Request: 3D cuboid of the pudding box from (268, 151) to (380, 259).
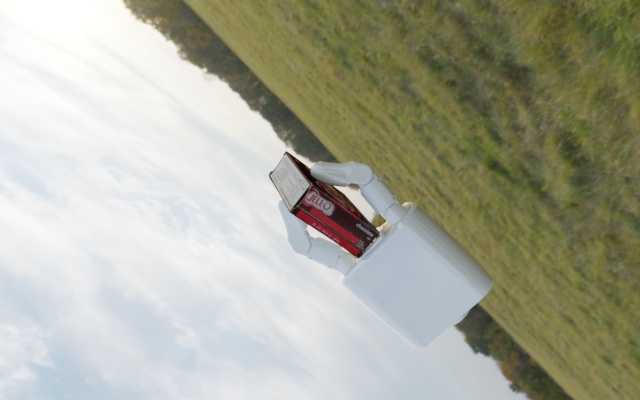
[{"bbox_3d":[0.000,0.002,0.484,0.090,0.039,0.113,37,5,-26],"label":"pudding box"}]
